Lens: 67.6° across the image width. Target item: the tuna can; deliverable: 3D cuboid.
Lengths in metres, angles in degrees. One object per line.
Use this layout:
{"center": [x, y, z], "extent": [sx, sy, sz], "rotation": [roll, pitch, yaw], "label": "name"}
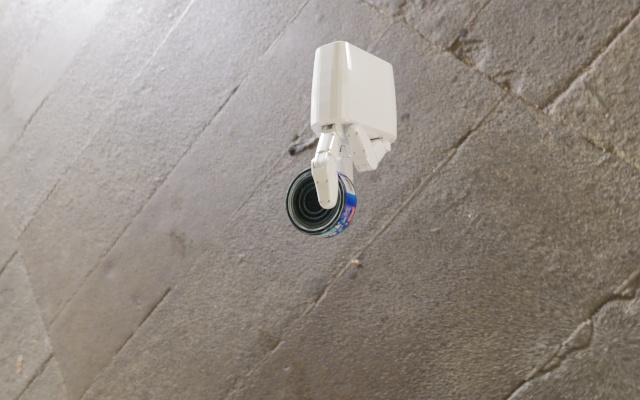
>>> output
{"center": [0.000, 0.002, 0.581], "extent": [0.086, 0.086, 0.034], "rotation": [0, -9, 31], "label": "tuna can"}
